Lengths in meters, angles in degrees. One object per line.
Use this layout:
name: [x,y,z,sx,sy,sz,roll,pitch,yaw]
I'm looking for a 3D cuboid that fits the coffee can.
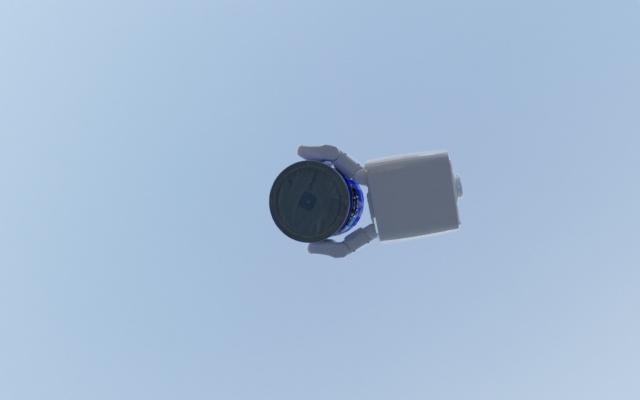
coffee can: [0.000,0.002,0.655,0.103,0.103,0.140,0,-1,13]
